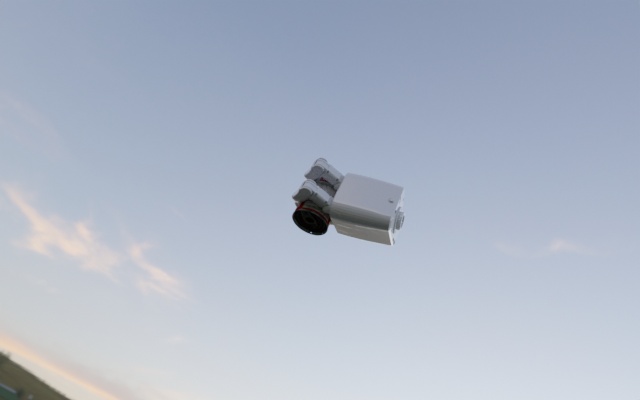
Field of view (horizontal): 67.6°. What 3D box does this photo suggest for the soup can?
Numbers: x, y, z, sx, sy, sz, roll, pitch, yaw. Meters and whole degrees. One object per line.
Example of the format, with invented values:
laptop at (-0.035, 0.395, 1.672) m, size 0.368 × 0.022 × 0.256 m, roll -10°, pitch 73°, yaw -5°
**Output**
soup can at (0.000, 0.003, 0.863) m, size 0.068 × 0.102 × 0.069 m, roll 18°, pitch -36°, yaw 14°
